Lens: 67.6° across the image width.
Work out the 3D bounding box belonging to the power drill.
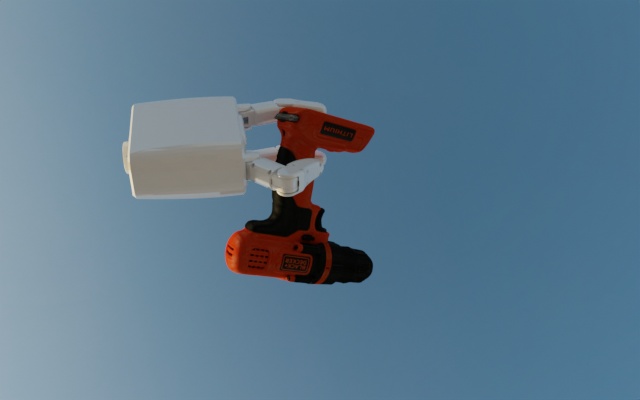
[{"bbox_3d":[0.000,0.001,0.528,0.184,0.187,0.057,11,4,-34],"label":"power drill"}]
